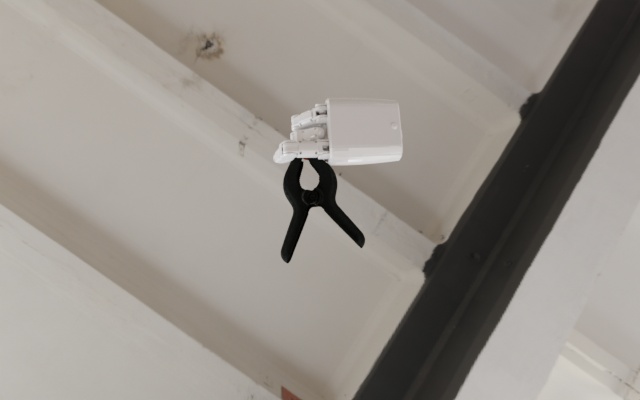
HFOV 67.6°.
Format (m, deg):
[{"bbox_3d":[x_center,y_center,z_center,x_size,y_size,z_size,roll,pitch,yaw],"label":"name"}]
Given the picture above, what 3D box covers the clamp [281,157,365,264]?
[{"bbox_3d":[0.000,0.002,0.689,0.120,0.171,0.039,-2,-8,-2],"label":"clamp"}]
